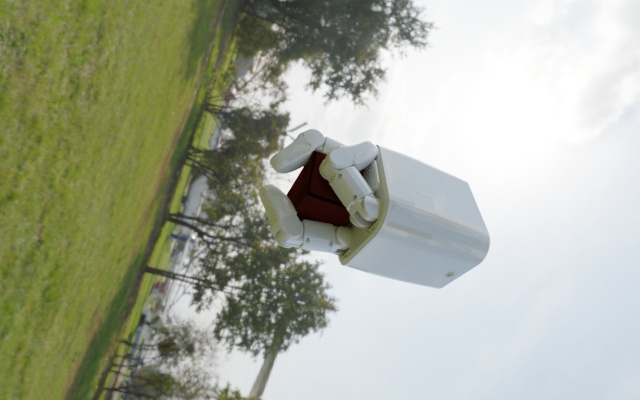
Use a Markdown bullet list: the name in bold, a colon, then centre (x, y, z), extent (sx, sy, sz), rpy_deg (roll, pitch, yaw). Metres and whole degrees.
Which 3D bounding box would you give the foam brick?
- **foam brick**: centre (0.000, 0.002, 0.451), extent (0.051, 0.053, 0.078), rpy_deg (18, -36, -14)
